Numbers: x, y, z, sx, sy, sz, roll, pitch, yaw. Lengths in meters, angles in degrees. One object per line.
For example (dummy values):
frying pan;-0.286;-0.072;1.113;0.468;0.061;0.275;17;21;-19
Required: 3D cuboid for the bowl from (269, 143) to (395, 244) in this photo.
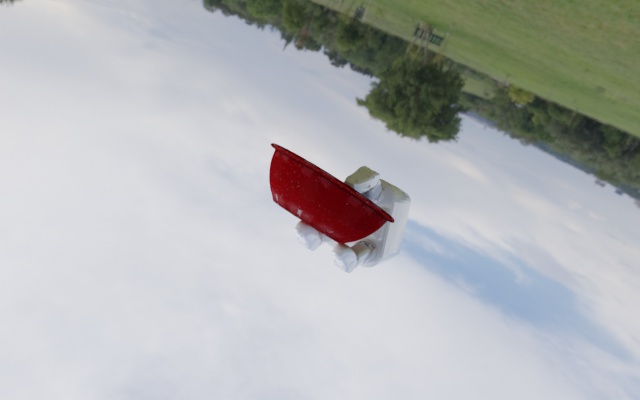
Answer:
bowl;-0.001;0.002;0.531;0.162;0.055;0.162;33;-1;1
